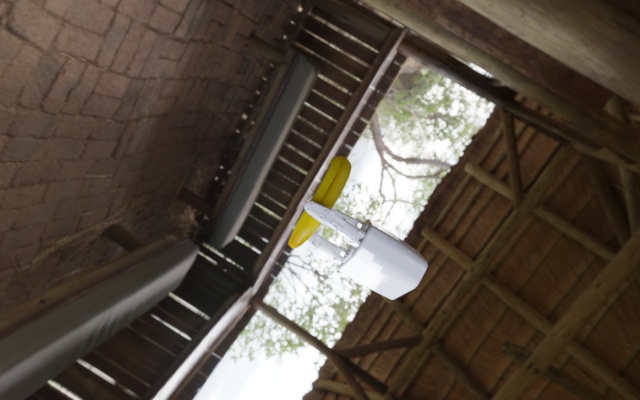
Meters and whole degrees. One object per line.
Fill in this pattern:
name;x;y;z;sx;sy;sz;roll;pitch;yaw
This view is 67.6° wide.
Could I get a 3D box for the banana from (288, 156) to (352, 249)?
banana;0.008;-0.009;0.758;0.037;0.197;0.070;32;-36;-5
